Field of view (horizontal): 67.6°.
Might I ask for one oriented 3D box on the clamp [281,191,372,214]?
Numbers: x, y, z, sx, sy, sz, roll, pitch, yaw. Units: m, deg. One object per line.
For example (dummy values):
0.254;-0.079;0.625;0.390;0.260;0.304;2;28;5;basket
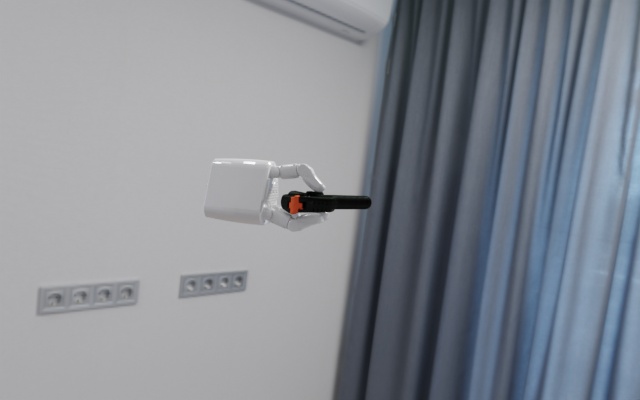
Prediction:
0.000;0.002;0.826;0.164;0.036;0.210;3;4;10;clamp
